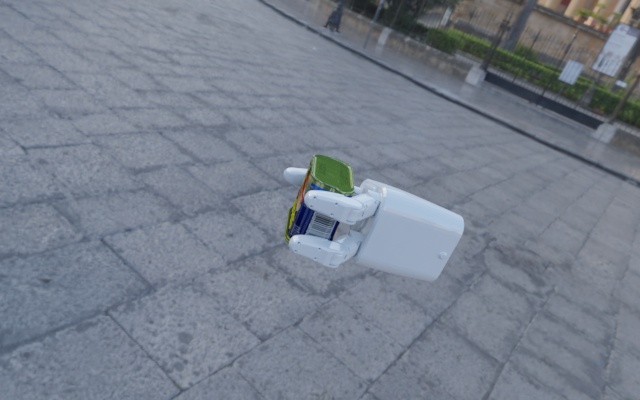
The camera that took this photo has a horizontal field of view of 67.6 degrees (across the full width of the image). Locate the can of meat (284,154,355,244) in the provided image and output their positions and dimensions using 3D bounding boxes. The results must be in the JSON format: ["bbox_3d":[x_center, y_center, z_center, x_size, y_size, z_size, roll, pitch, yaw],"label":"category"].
[{"bbox_3d":[0.000,0.001,0.557,0.057,0.084,0.102,20,23,-8],"label":"can of meat"}]
